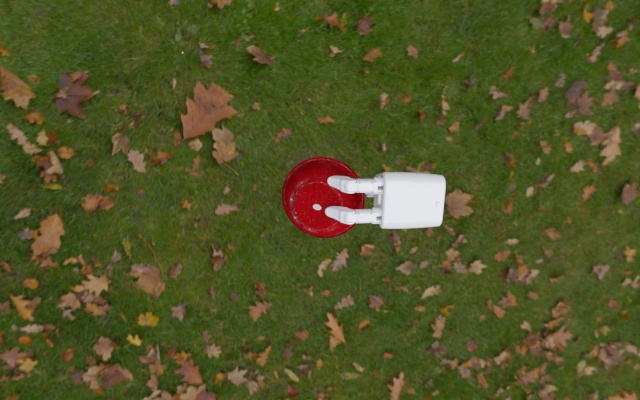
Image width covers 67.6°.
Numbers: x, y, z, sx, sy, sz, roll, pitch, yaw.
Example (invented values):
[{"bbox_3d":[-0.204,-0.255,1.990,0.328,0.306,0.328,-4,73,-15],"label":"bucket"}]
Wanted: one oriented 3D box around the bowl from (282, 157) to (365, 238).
[{"bbox_3d":[-0.001,0.003,0.883,0.162,0.162,0.055,0,17,11],"label":"bowl"}]
